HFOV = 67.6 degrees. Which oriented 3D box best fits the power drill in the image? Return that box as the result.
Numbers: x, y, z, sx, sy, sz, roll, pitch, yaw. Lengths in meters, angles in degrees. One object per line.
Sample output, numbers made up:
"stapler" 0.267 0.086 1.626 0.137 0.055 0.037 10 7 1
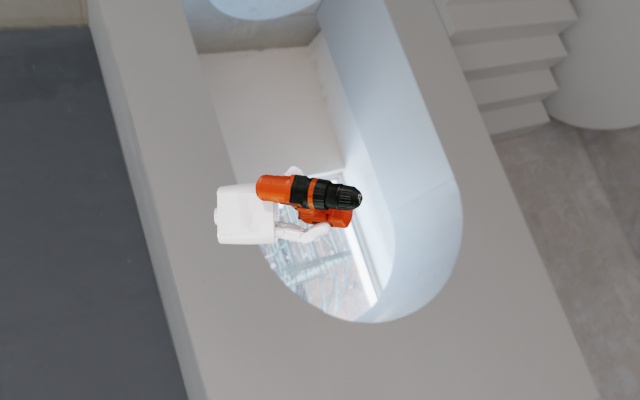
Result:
"power drill" 0.000 0.003 0.846 0.184 0.057 0.188 9 -12 20
